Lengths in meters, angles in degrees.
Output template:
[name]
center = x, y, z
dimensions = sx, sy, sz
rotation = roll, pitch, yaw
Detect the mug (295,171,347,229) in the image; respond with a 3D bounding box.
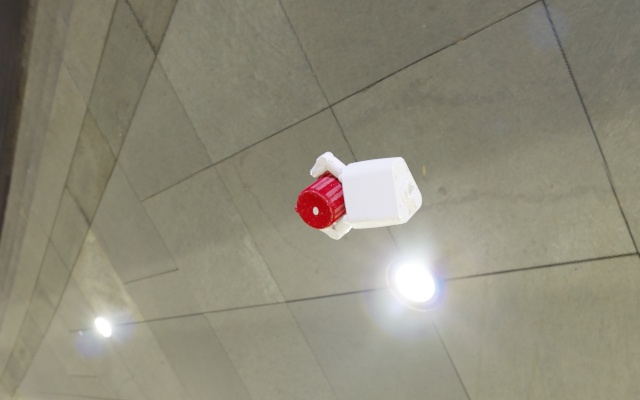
[mug]
center = -0.001, 0.003, 0.894
dimensions = 0.117, 0.093, 0.081
rotation = -9, 19, 38
